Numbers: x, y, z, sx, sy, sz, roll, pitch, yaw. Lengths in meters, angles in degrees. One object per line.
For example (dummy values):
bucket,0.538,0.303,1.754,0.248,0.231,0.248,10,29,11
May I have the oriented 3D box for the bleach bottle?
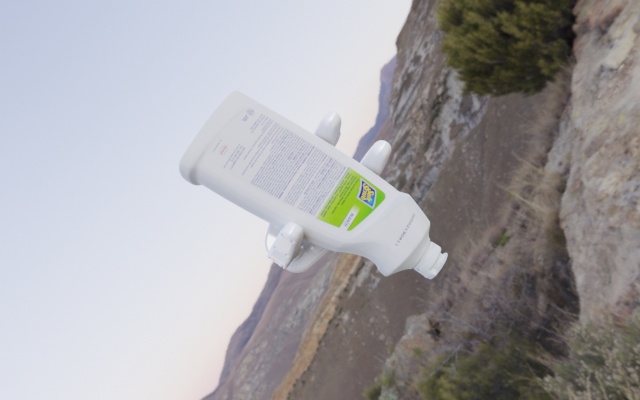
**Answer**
bleach bottle,0.000,0.001,0.451,0.251,0.102,0.068,32,-10,4
